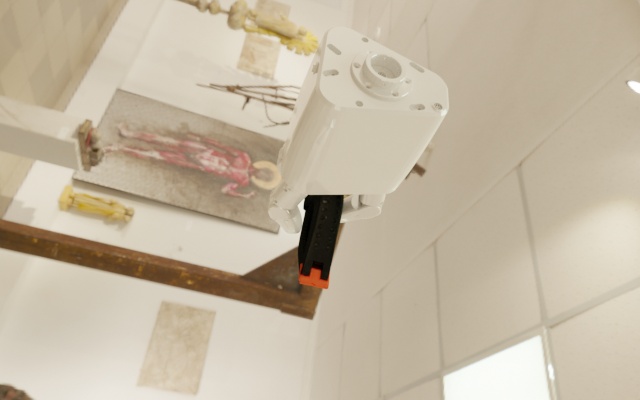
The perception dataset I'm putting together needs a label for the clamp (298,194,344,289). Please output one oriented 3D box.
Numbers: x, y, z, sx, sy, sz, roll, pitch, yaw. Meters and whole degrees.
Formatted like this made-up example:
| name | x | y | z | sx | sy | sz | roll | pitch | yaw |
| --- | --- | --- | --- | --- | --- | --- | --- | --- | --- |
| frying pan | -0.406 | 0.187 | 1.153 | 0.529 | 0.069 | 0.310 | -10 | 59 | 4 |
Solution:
| name | x | y | z | sx | sy | sz | roll | pitch | yaw |
| --- | --- | --- | --- | --- | --- | --- | --- | --- | --- |
| clamp | 0.001 | 0.002 | 0.504 | 0.036 | 0.209 | 0.165 | 13 | -35 | -8 |
